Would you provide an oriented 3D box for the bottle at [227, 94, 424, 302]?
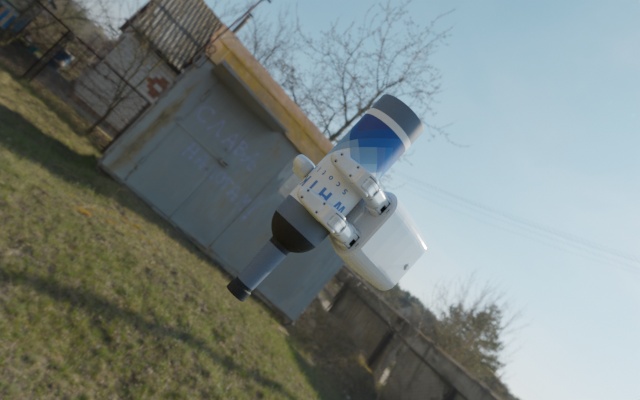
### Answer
[{"bbox_3d":[0.000,0.002,0.568,0.069,0.295,0.069,43,-5,4],"label":"bottle"}]
